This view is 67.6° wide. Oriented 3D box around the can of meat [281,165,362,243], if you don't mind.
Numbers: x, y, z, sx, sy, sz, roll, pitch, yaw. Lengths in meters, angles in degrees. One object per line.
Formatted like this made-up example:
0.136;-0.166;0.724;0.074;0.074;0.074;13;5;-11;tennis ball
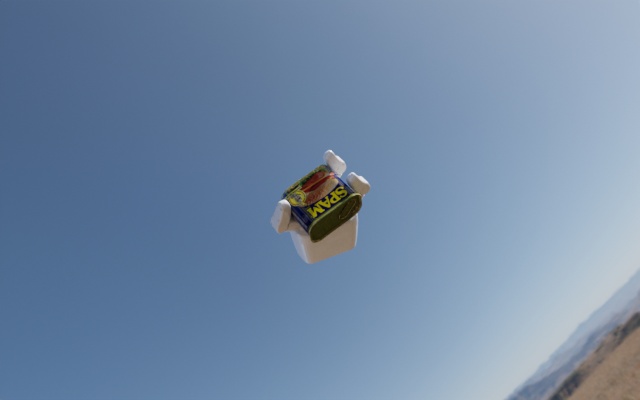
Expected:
0.000;0.002;0.756;0.102;0.084;0.057;-35;-31;-15;can of meat
